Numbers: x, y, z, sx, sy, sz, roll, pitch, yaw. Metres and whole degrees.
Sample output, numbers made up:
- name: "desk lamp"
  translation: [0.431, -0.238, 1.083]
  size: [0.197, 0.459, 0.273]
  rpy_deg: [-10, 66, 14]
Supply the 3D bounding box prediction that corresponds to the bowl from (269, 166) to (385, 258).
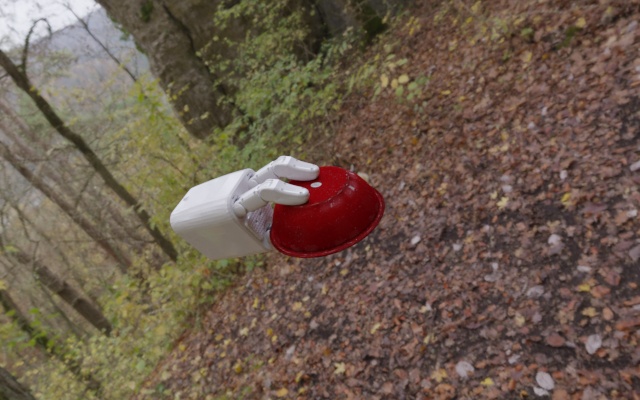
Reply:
- name: "bowl"
  translation: [0.001, 0.001, 0.627]
  size: [0.162, 0.055, 0.162]
  rpy_deg: [-14, 32, 9]
